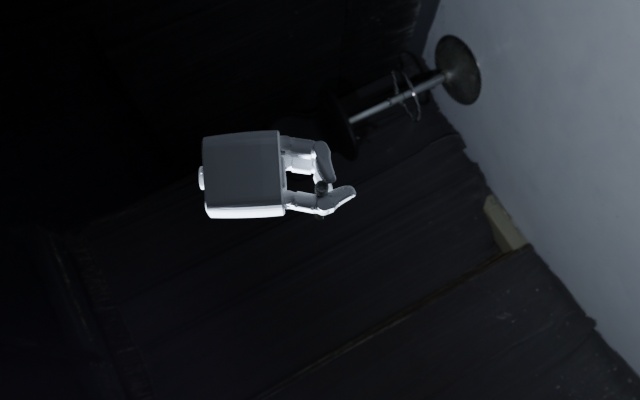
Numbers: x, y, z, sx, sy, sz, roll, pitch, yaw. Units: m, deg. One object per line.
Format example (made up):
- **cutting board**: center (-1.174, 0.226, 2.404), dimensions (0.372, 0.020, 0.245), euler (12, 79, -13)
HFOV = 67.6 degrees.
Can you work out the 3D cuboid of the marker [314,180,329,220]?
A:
- **marker**: center (0.000, 0.002, 0.699), dimensions (0.020, 0.020, 0.121), euler (0, -21, -2)
